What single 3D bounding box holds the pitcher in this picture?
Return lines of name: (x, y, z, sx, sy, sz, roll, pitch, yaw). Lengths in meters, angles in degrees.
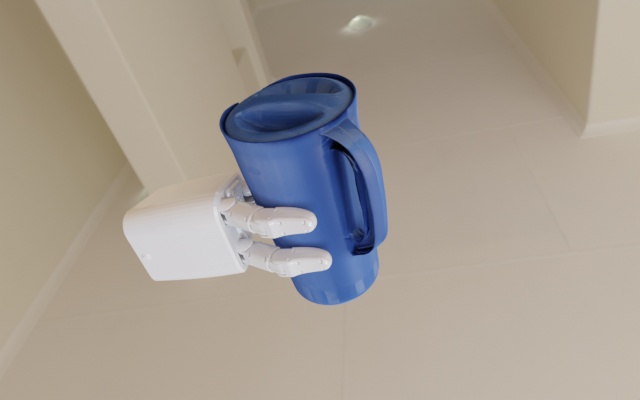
pitcher: (0.000, 0.002, 0.508, 0.145, 0.243, 0.149, -9, 37, 10)
